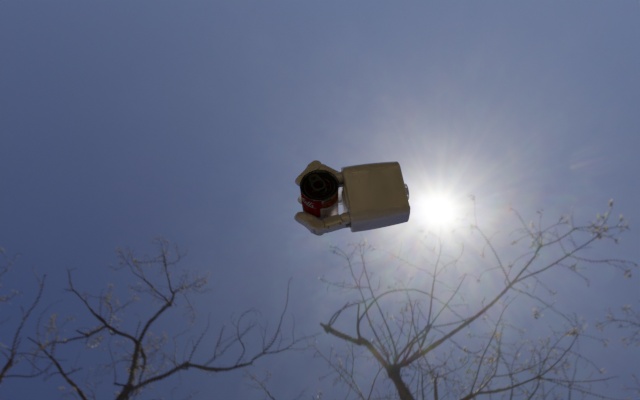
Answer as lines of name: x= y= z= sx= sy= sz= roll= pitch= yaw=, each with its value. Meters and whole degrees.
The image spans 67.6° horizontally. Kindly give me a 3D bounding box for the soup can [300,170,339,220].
soup can: x=0.000 y=0.003 z=0.856 sx=0.068 sy=0.068 sz=0.102 roll=0 pitch=-37 yaw=3
